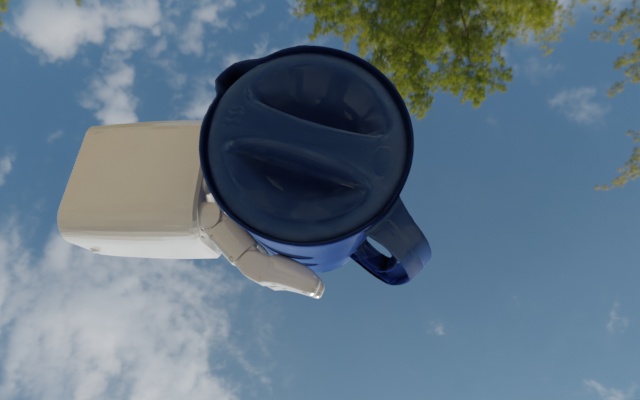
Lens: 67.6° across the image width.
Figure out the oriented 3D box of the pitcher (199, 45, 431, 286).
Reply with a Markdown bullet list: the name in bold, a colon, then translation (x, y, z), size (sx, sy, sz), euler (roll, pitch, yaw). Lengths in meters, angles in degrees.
- **pitcher**: translation (0.000, 0.001, 0.400), size (0.145, 0.149, 0.243), euler (-1, -16, 1)
